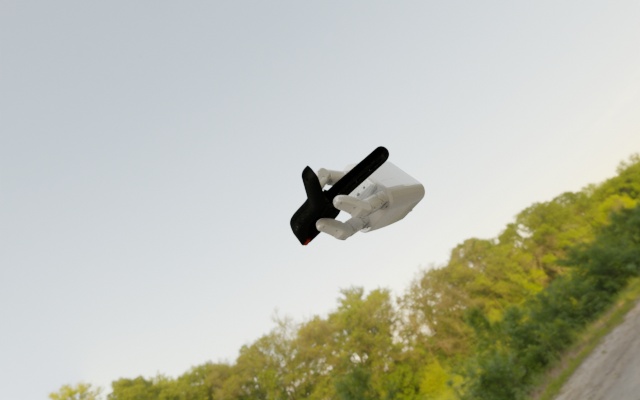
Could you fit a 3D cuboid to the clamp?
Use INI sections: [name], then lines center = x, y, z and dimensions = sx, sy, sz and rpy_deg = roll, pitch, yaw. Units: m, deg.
[clamp]
center = 0.000, 0.002, 0.729
dimensions = 0.164, 0.036, 0.210
rpy_deg = -13, -32, -45
